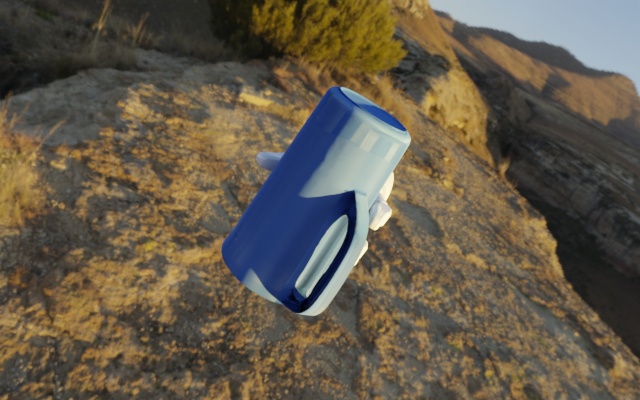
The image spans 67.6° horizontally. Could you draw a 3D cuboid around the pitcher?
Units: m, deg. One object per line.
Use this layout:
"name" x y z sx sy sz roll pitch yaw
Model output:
"pitcher" 0.000 0.002 0.554 0.149 0.243 0.145 35 20 5
